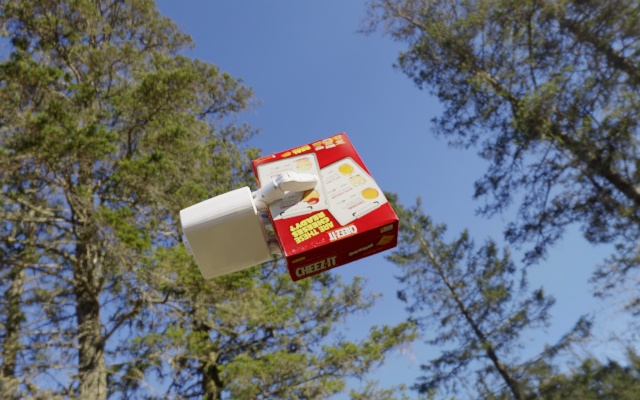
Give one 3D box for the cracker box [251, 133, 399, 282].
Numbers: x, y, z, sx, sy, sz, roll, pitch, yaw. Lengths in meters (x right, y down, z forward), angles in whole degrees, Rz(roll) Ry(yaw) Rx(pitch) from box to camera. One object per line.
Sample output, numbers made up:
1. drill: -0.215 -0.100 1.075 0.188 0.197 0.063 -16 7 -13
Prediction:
1. cracker box: 0.000 0.002 0.729 0.164 0.072 0.213 -18 47 -8
